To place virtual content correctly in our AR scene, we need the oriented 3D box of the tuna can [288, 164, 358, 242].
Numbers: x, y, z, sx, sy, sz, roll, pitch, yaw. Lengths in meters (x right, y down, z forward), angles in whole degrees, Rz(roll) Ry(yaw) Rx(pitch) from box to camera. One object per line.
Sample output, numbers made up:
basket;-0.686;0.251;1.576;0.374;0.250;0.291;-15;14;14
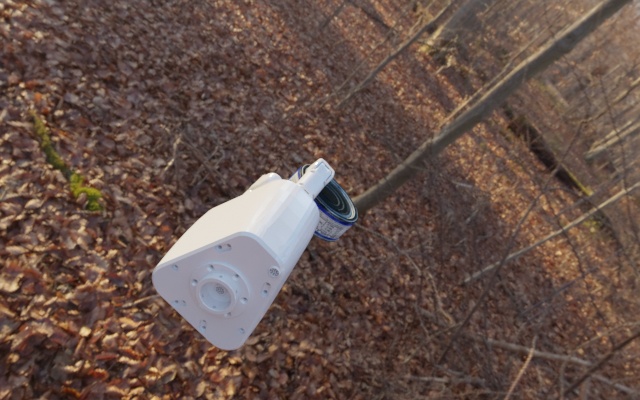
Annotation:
tuna can;0.000;0.001;0.522;0.034;0.086;0.086;-44;-20;22
